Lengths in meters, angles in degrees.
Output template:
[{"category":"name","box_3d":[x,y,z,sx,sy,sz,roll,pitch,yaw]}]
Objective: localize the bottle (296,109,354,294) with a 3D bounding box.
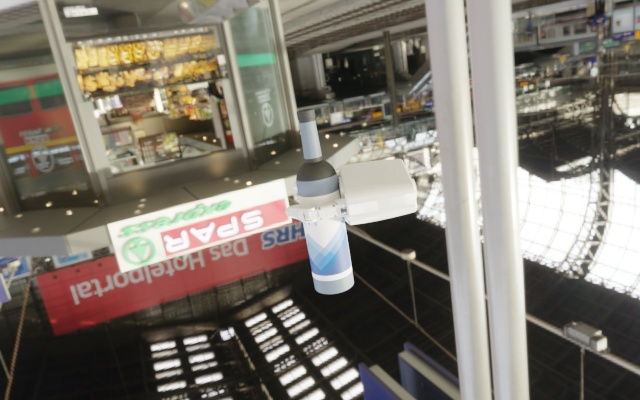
[{"category":"bottle","box_3d":[0.000,0.003,0.764,0.069,0.296,0.069,-9,16,2]}]
